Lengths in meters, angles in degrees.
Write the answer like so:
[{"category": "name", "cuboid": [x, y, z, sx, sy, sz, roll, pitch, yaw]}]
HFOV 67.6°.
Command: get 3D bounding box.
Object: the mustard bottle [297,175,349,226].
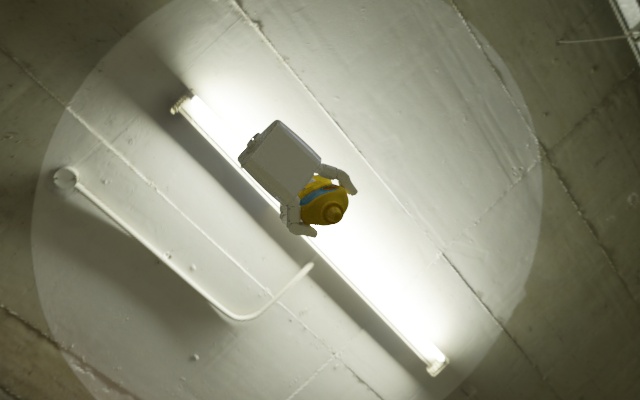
[{"category": "mustard bottle", "cuboid": [0.000, 0.003, 0.882, 0.096, 0.058, 0.191, -24, 20, -10]}]
